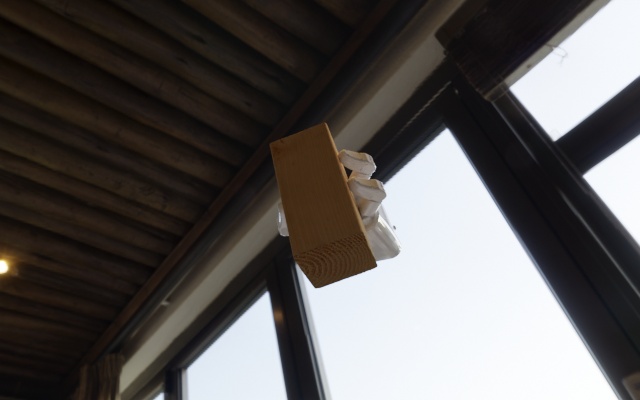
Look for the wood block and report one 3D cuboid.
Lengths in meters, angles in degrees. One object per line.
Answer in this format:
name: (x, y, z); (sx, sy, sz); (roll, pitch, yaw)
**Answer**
wood block: (0.000, 0.002, 0.658); (0.091, 0.206, 0.090); (-21, -41, 6)
